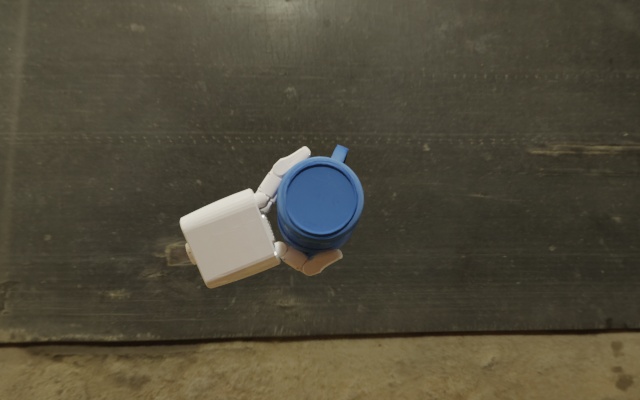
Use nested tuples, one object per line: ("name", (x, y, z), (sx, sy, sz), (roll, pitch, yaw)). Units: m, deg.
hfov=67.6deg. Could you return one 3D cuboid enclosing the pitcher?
("pitcher", (0.000, 0.002, 0.696), (0.145, 0.149, 0.243), (-21, -6, -5))
